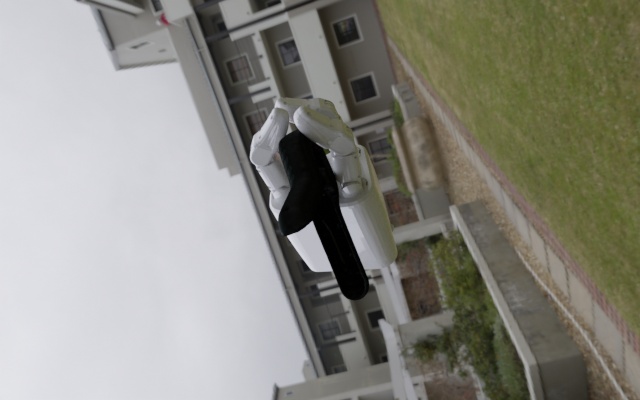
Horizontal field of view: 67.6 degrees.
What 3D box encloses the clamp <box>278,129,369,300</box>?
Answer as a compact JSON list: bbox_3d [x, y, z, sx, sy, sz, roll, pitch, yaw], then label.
[{"bbox_3d":[-0.001,0.001,0.413,0.039,0.120,0.171,-19,38,12],"label":"clamp"}]
